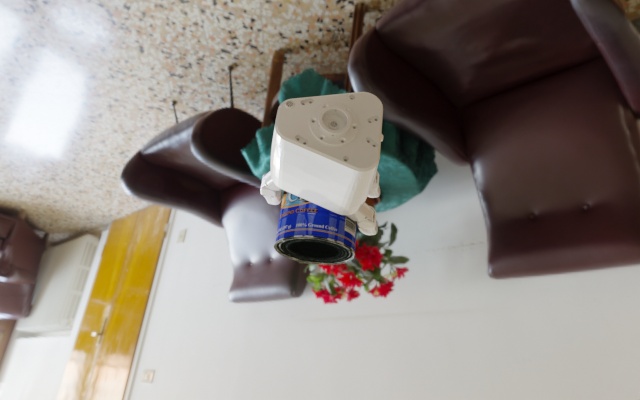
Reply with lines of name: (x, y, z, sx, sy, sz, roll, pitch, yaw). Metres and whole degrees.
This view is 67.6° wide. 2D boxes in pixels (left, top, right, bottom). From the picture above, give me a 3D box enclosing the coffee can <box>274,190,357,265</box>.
coffee can: (0.000, 0.002, 0.625, 0.103, 0.140, 0.103, 6, -24, 3)
